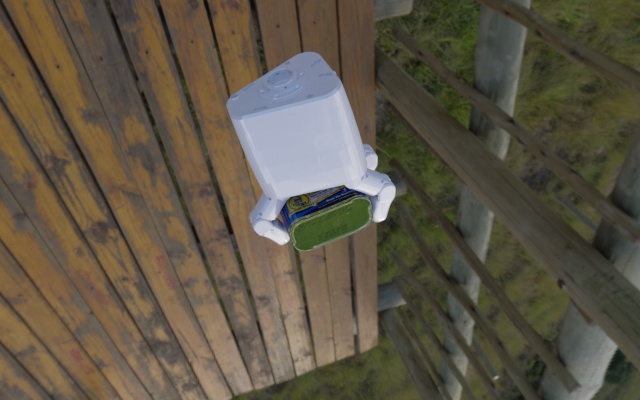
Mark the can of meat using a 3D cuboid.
[{"bbox_3d":[0.000,0.002,0.548,0.102,0.057,0.084,-22,44,-5],"label":"can of meat"}]
